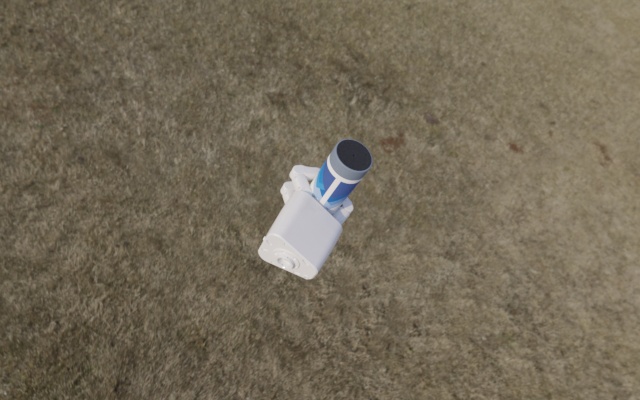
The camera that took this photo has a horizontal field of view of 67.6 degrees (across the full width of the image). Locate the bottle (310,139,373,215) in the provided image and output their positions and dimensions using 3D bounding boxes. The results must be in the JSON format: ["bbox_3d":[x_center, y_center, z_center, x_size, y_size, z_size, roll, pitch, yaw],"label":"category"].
[{"bbox_3d":[0.000,0.003,0.877,0.069,0.069,0.296,0,-31,-25],"label":"bottle"}]
